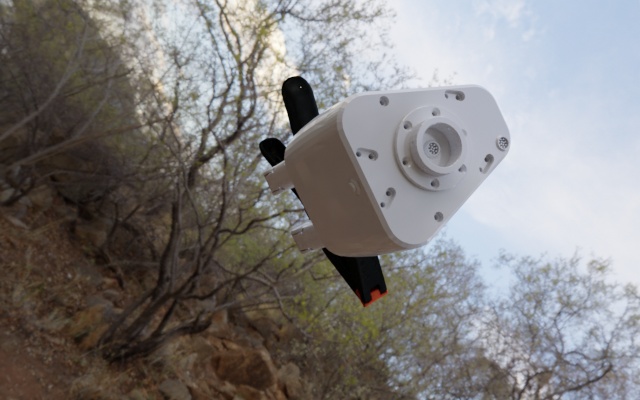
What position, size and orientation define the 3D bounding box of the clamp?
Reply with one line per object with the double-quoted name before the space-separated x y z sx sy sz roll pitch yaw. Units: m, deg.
"clamp" 0.001 0.002 0.462 0.036 0.210 0.164 -27 3 -17
